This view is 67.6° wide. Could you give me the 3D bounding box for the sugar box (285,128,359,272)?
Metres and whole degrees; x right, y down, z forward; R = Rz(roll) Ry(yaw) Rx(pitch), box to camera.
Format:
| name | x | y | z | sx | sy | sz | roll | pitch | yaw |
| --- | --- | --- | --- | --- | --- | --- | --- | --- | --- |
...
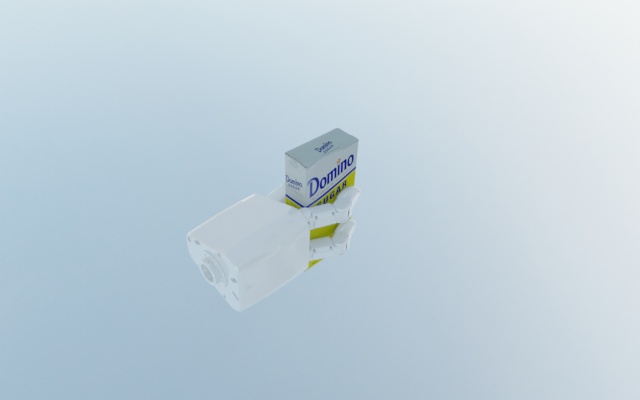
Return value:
| name | x | y | z | sx | sy | sz | roll | pitch | yaw |
| --- | --- | --- | --- | --- | --- | --- | --- | --- | --- |
| sugar box | 0.000 | 0.002 | 0.628 | 0.093 | 0.176 | 0.048 | -31 | 51 | -34 |
